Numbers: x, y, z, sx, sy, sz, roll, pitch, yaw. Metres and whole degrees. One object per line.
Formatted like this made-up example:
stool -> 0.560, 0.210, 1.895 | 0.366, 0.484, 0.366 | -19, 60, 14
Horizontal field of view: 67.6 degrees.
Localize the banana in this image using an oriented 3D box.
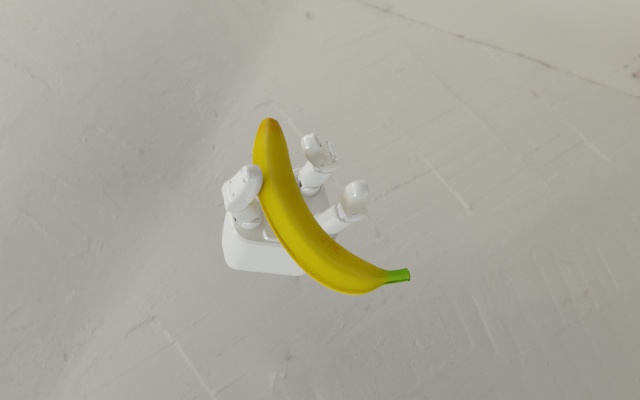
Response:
banana -> -0.012, 0.014, 0.421 | 0.069, 0.197, 0.037 | -35, -13, -24
